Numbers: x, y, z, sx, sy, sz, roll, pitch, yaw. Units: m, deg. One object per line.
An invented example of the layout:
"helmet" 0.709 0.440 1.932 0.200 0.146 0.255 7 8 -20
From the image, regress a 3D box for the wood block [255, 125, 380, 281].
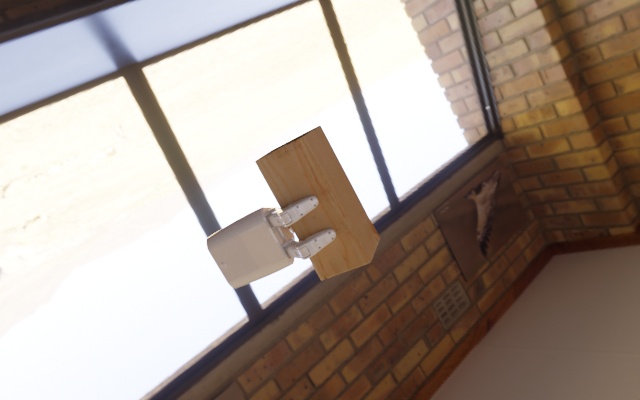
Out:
"wood block" 0.000 0.003 0.727 0.090 0.206 0.090 -24 11 22
